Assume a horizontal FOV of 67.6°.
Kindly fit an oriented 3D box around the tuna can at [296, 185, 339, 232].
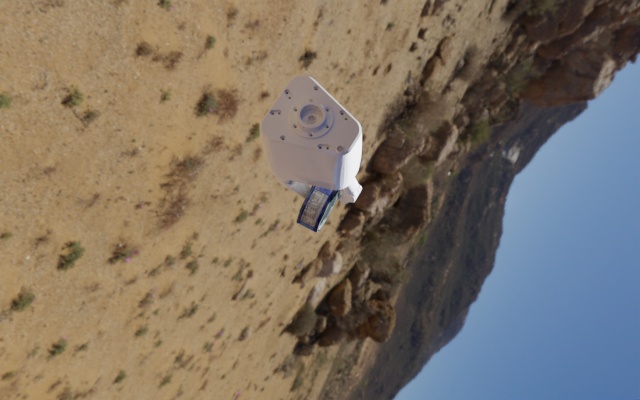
[{"bbox_3d":[0.001,0.003,0.690,0.034,0.086,0.086,27,3,6],"label":"tuna can"}]
